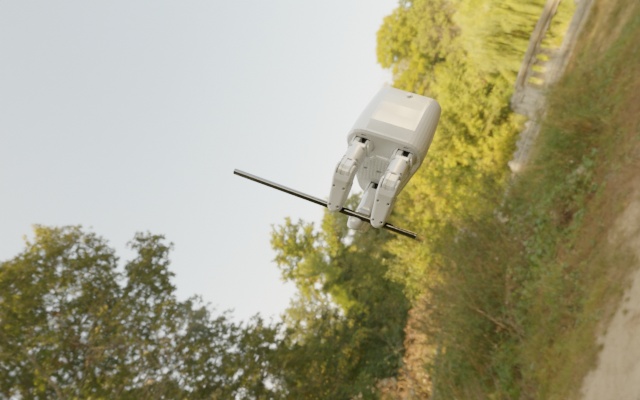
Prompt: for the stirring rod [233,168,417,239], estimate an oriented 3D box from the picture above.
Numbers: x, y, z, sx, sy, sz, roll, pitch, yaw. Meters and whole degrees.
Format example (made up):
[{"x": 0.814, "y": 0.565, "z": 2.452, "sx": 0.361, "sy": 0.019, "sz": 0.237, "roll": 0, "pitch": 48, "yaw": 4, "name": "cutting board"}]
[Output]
[{"x": 0.000, "y": 0.002, "z": 0.579, "sx": 0.239, "sy": 0.011, "sz": 0.011, "roll": 20, "pitch": 5, "yaw": 15, "name": "stirring rod"}]
